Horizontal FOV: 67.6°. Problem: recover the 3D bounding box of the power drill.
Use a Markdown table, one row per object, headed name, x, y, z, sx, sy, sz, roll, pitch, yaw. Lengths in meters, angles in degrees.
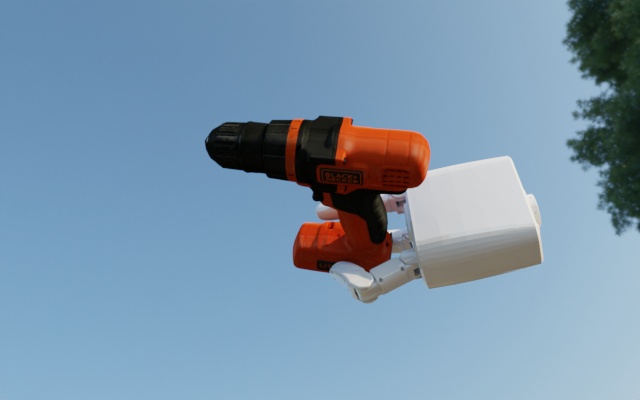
| name | x | y | z | sx | sy | sz | roll | pitch | yaw |
| --- | --- | --- | --- | --- | --- | --- | --- | --- | --- |
| power drill | 0.000 | 0.002 | 0.444 | 0.184 | 0.057 | 0.188 | 7 | -34 | 10 |
